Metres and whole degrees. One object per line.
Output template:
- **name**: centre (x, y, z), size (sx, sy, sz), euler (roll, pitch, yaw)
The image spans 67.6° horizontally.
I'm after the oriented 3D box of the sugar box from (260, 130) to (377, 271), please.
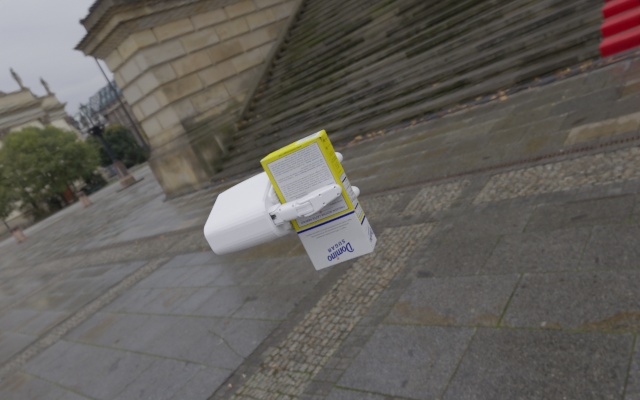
- **sugar box**: centre (0.000, 0.002, 0.662), size (0.093, 0.176, 0.048), euler (-21, 16, 20)
